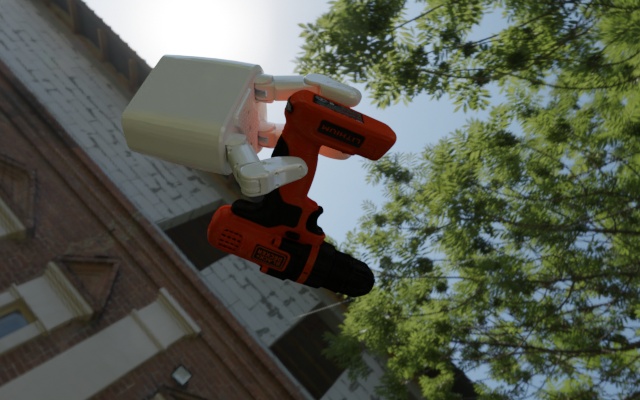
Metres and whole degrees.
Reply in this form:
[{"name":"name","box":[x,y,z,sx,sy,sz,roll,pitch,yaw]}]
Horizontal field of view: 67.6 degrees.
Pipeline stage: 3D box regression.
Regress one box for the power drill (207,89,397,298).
[{"name":"power drill","box":[0.000,0.001,0.473,0.184,0.188,0.057,22,22,-11]}]
